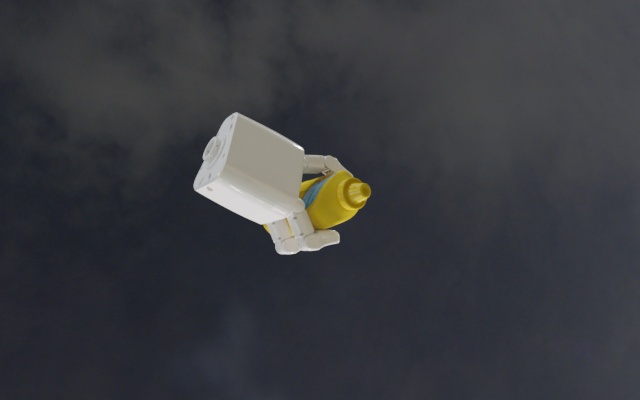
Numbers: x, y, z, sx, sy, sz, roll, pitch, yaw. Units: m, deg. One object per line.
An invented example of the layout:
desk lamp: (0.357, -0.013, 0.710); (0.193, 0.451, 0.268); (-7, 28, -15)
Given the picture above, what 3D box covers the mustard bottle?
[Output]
mustard bottle: (0.000, 0.002, 0.660); (0.191, 0.058, 0.096); (-16, 28, 54)
